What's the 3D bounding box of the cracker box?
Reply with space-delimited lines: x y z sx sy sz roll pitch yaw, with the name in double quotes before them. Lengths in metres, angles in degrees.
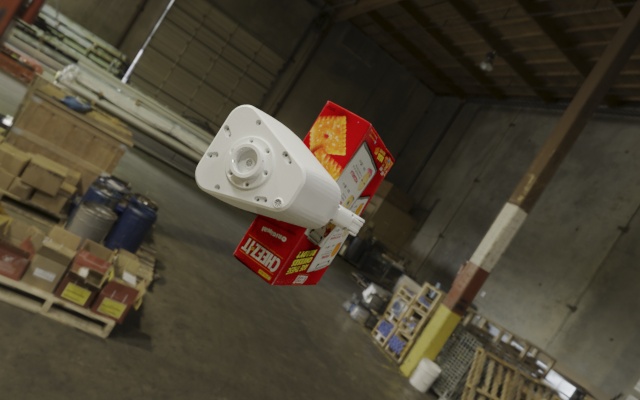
"cracker box" 0.000 0.002 0.614 0.072 0.213 0.164 33 2 20
